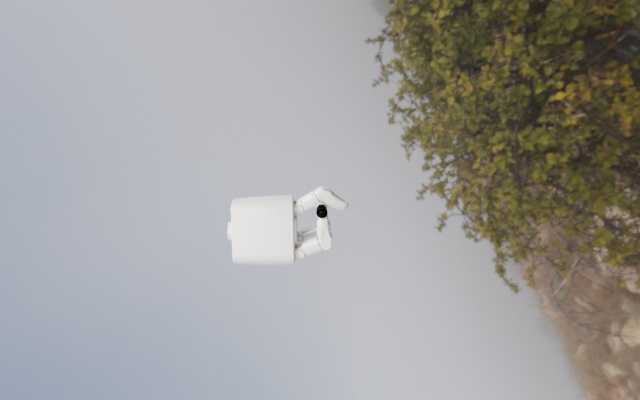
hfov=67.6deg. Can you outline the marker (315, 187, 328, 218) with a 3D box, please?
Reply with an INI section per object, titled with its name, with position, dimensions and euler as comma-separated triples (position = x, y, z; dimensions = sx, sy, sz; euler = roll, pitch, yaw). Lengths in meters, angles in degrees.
[marker]
position = 0.000, 0.003, 0.832
dimensions = 0.020, 0.020, 0.121
euler = 0, 19, -2
